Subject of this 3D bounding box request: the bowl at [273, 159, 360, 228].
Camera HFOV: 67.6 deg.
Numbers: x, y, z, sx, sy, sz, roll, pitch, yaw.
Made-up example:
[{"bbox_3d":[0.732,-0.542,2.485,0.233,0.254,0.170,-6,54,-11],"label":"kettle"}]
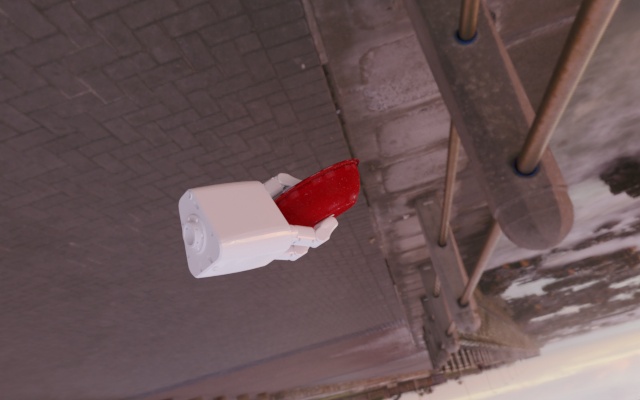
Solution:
[{"bbox_3d":[0.001,0.002,0.712,0.162,0.055,0.162,-30,-8,-4],"label":"bowl"}]
